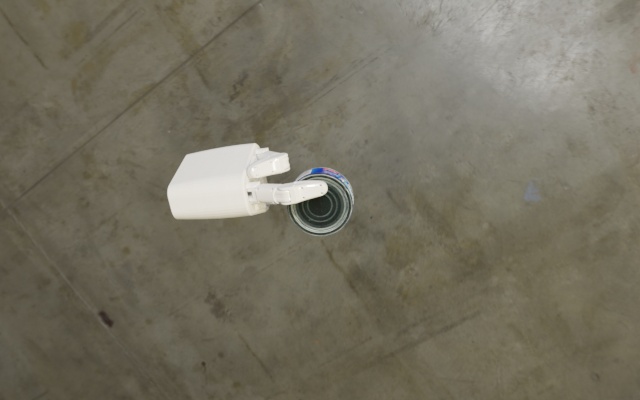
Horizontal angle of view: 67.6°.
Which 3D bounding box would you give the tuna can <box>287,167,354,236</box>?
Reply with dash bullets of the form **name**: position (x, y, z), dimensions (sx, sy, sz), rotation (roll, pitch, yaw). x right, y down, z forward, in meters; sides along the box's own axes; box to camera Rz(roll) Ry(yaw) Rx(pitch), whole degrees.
- **tuna can**: position (0.000, 0.002, 0.617), dimensions (0.086, 0.086, 0.033), rotation (0, 17, 5)
